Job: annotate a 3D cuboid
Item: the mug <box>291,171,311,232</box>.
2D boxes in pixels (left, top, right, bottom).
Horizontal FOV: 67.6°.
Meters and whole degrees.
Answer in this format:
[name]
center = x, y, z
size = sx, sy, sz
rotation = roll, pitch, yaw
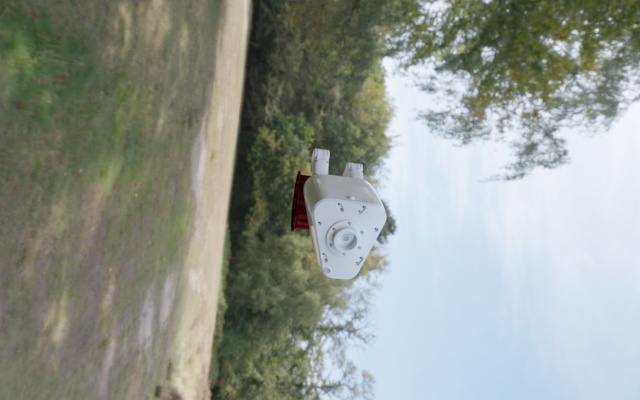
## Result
[mug]
center = 0.000, 0.002, 0.737
size = 0.081, 0.093, 0.117
rotation = 7, 16, -7
